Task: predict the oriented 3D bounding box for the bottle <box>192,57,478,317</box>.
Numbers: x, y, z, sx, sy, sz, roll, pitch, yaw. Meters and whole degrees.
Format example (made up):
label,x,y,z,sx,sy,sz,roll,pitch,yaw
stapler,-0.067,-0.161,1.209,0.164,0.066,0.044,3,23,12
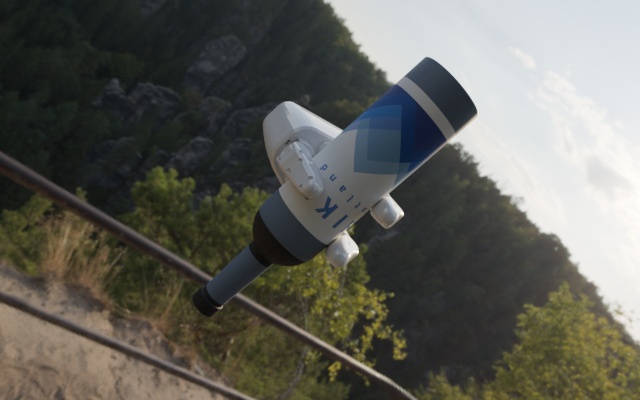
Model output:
label,x,y,z,sx,sy,sz,roll,pitch,yaw
bottle,0.000,0.001,0.420,0.296,0.069,0.069,-41,-8,9
